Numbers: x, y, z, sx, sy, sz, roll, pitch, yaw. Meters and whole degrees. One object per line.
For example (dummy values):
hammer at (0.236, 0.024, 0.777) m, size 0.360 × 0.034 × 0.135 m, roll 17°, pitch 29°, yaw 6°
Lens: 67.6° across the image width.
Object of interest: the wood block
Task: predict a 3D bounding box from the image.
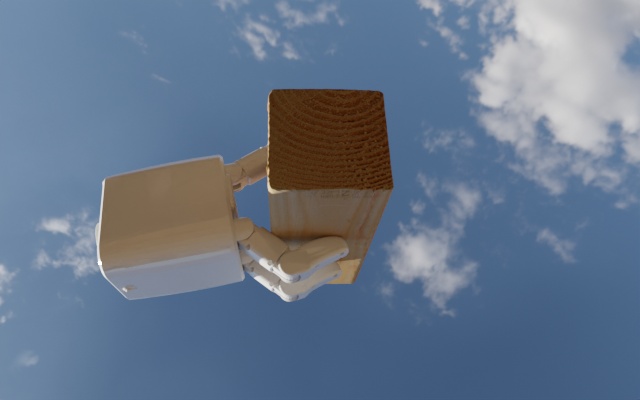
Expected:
wood block at (0.000, 0.001, 0.436) m, size 0.090 × 0.090 × 0.206 m, roll 0°, pitch -27°, yaw -5°
